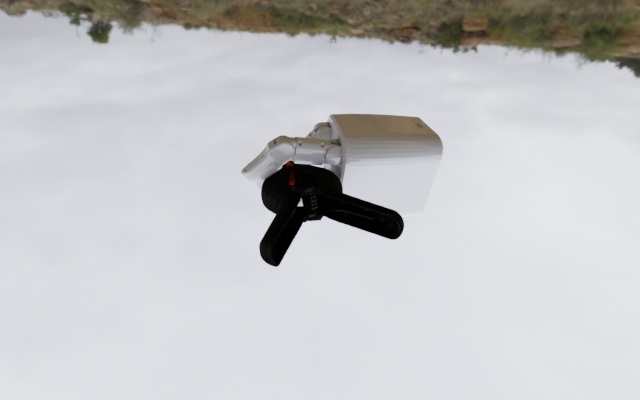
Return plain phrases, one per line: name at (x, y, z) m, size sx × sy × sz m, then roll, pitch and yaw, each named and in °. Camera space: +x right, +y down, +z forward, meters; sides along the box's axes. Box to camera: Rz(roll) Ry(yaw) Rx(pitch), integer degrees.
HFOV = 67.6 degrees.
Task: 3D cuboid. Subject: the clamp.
clamp at (0.000, 0.002, 0.442) m, size 0.120 × 0.039 × 0.171 m, roll -2°, pitch 28°, yaw -10°
